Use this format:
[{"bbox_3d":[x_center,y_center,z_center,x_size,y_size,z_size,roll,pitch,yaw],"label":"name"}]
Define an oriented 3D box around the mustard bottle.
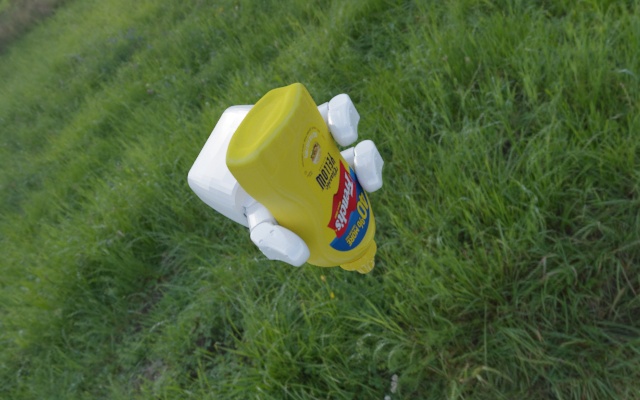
[{"bbox_3d":[0.000,0.001,0.418,0.058,0.096,0.192,-7,-46,33],"label":"mustard bottle"}]
